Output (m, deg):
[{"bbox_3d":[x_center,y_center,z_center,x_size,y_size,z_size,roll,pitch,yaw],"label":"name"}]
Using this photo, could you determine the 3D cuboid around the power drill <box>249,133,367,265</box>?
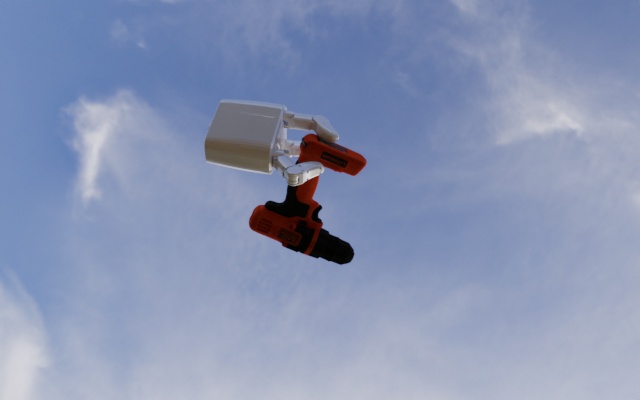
[{"bbox_3d":[0.000,0.002,0.764,0.184,0.188,0.057,23,17,-12],"label":"power drill"}]
